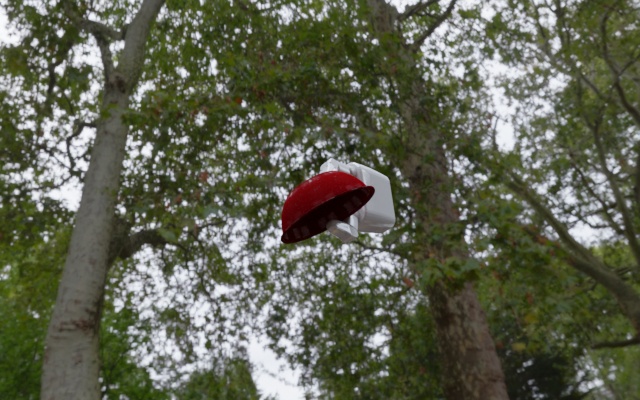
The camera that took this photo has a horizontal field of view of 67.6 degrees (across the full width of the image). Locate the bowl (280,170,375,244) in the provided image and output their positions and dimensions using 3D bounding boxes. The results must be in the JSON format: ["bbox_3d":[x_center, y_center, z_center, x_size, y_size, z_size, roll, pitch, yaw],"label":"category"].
[{"bbox_3d":[-0.001,0.002,0.723,0.162,0.055,0.162,-27,-15,-8],"label":"bowl"}]
